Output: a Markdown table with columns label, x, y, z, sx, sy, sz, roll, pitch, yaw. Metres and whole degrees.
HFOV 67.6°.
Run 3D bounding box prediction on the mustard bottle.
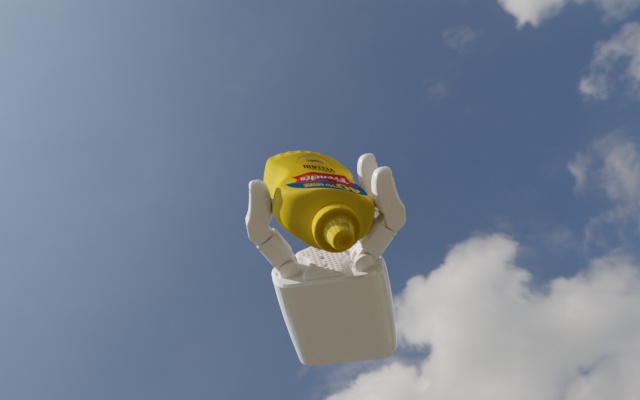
| label | x | y | z | sx | sy | sz | roll | pitch | yaw |
| --- | --- | --- | --- | --- | --- | --- | --- | --- | --- |
| mustard bottle | 0.000 | 0.001 | 0.464 | 0.096 | 0.058 | 0.191 | 8 | 18 | -14 |
